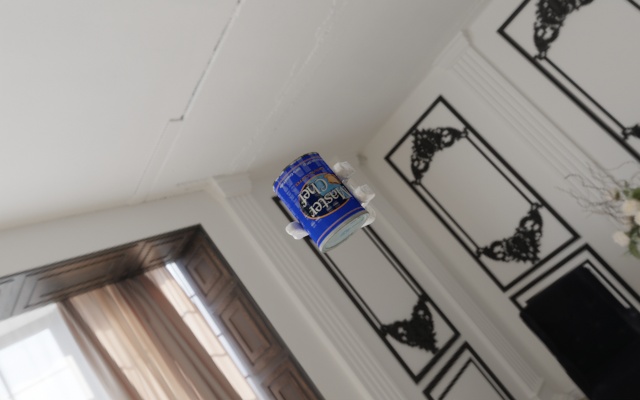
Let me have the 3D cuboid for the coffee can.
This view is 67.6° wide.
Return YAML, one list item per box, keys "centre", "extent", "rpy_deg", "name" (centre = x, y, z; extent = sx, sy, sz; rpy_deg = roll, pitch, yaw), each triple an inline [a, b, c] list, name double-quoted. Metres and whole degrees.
- centre: [0.000, 0.003, 0.813]
  extent: [0.103, 0.140, 0.103]
  rpy_deg: [-36, -17, -12]
  name: "coffee can"
